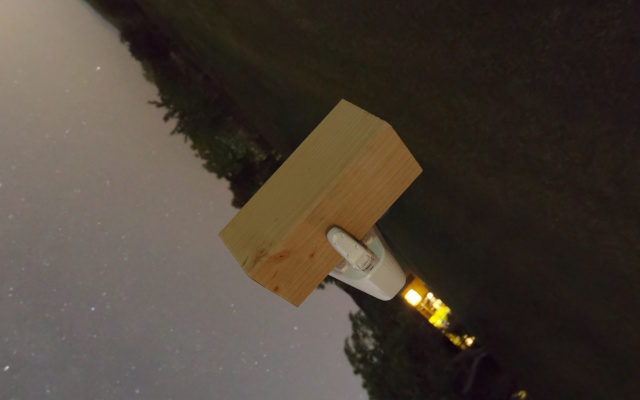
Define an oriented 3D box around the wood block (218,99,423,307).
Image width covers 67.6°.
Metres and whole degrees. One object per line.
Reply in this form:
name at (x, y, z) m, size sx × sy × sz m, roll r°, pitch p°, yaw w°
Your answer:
wood block at (0.000, 0.002, 0.530) m, size 0.090 × 0.206 × 0.090 m, roll 43°, pitch -1°, yaw -43°
